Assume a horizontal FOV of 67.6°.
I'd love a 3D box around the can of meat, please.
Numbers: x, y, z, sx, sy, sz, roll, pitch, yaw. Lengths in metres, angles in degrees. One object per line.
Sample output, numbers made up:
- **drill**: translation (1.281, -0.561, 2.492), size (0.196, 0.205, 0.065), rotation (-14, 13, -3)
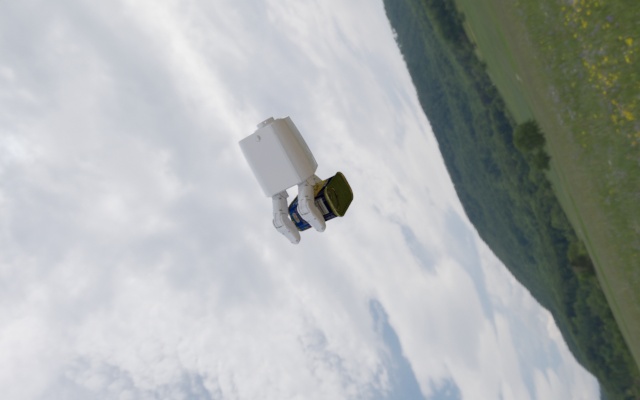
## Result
- **can of meat**: translation (0.000, 0.003, 0.816), size (0.084, 0.057, 0.102), rotation (-23, 15, 26)
